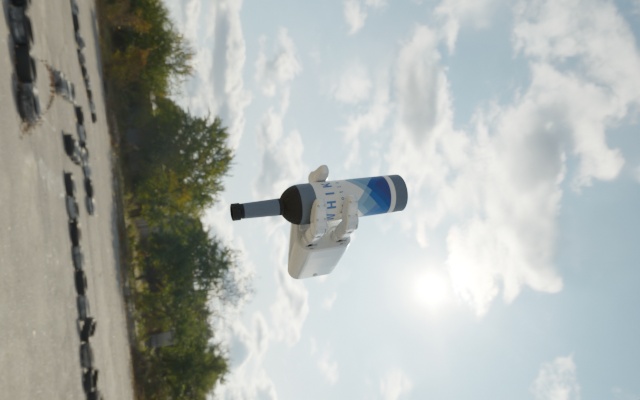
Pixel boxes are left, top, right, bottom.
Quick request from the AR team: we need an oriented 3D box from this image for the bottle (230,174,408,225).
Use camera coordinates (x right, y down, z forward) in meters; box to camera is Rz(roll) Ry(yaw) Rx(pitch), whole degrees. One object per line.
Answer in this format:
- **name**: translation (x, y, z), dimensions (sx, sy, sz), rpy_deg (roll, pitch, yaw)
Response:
- **bottle**: translation (0.000, 0.002, 0.784), dimensions (0.295, 0.069, 0.069), rpy_deg (-7, 2, -21)
